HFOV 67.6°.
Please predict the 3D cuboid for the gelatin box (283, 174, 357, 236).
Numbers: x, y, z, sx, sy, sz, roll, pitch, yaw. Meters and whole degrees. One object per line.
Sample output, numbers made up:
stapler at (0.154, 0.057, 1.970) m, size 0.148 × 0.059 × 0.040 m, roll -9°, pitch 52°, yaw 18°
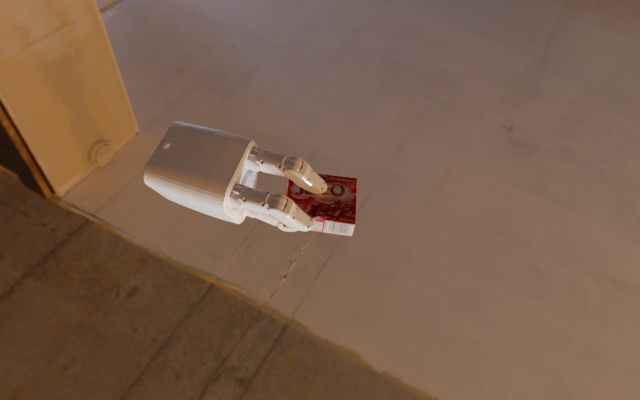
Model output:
gelatin box at (0.000, 0.002, 0.597) m, size 0.089 × 0.073 × 0.030 m, roll 8°, pitch -38°, yaw -3°
